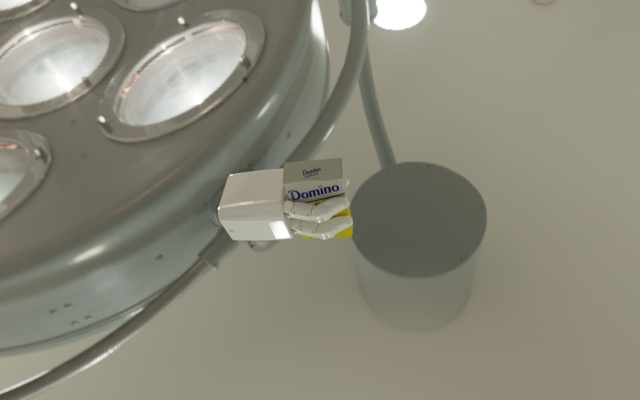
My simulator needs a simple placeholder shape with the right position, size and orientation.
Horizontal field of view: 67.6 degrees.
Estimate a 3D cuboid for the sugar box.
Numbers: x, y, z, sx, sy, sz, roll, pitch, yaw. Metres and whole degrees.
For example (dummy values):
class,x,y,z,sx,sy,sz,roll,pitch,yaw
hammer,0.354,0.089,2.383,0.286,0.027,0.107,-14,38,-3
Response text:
class,x,y,z,sx,sy,sz,roll,pitch,yaw
sugar box,0.000,0.003,0.789,0.093,0.048,0.176,-5,-32,8
